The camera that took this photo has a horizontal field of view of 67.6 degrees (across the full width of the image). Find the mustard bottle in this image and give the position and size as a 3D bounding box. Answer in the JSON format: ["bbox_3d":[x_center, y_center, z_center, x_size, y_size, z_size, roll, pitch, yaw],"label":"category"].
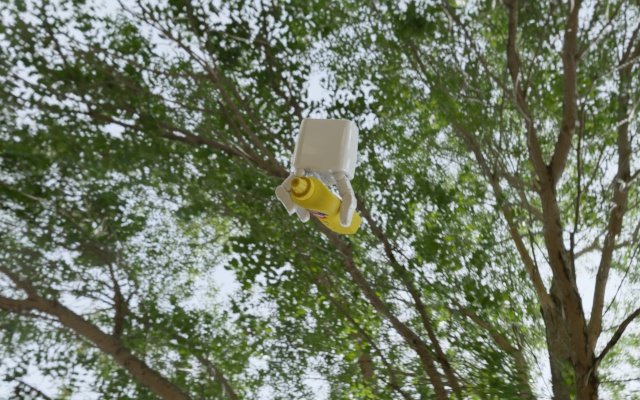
[{"bbox_3d":[0.000,0.003,0.883,0.096,0.058,0.192,27,-7,34],"label":"mustard bottle"}]
